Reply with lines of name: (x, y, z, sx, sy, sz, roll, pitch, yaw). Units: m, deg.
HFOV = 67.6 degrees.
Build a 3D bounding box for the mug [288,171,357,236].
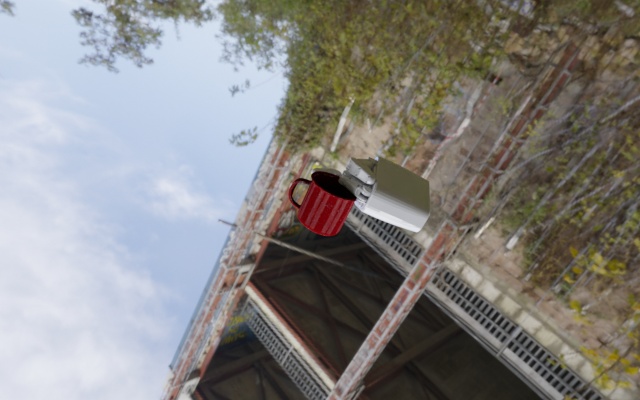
mug: (-0.001, 0.002, 0.827, 0.117, 0.081, 0.093, 22, 24, -8)
